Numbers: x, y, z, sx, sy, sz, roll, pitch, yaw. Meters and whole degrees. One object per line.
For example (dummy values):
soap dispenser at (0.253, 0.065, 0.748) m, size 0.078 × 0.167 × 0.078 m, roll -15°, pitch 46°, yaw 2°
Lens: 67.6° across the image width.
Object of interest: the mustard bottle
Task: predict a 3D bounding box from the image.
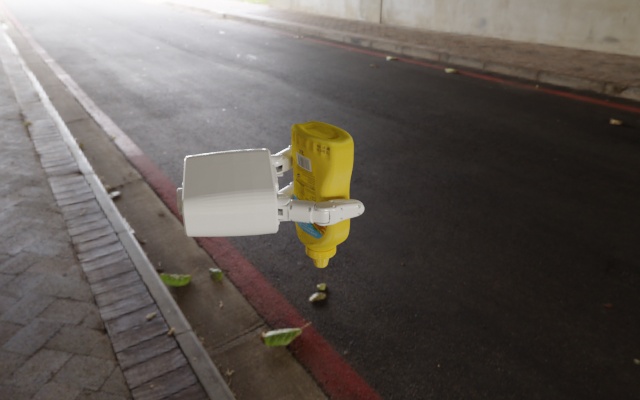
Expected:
mustard bottle at (0.000, 0.002, 0.611) m, size 0.058 × 0.192 × 0.096 m, roll -16°, pitch 30°, yaw -31°
